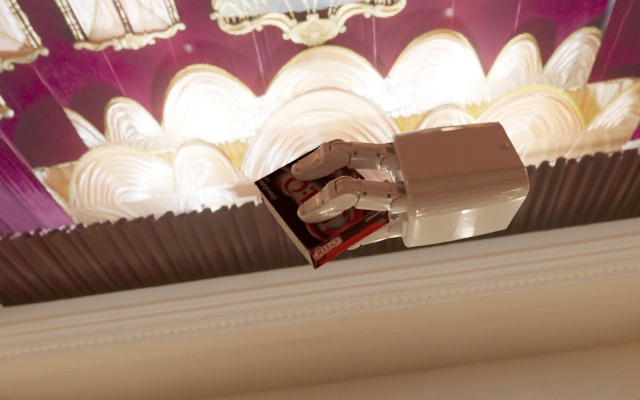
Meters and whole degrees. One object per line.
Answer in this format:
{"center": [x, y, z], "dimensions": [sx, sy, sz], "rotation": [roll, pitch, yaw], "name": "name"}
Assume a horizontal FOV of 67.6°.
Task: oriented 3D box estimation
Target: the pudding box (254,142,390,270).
{"center": [0.000, 0.002, 0.476], "dimensions": [0.090, 0.039, 0.113], "rotation": [-30, 48, -15], "name": "pudding box"}
